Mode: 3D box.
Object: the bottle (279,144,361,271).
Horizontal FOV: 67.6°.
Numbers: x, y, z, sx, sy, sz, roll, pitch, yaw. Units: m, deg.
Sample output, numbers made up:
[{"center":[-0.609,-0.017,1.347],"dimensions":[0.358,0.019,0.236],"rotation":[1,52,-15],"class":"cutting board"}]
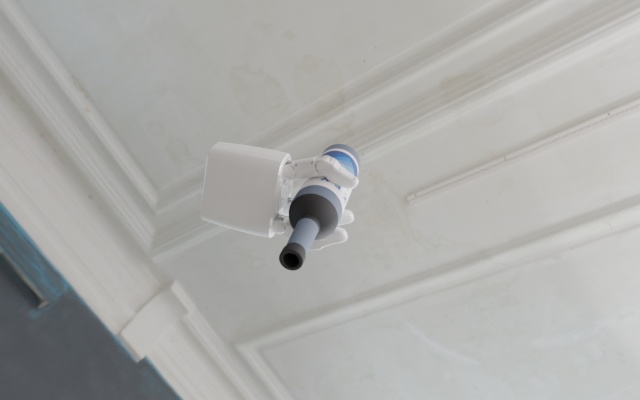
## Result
[{"center":[0.000,0.002,0.645],"dimensions":[0.069,0.069,0.295],"rotation":[0,25,14],"class":"bottle"}]
